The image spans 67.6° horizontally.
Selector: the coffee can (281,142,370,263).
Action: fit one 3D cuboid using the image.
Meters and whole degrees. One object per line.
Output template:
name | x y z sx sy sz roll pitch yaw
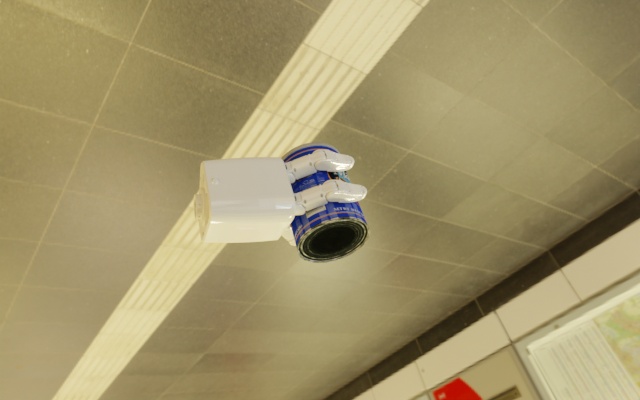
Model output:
coffee can | 0.000 0.002 0.680 0.103 0.140 0.103 -12 -36 -9
